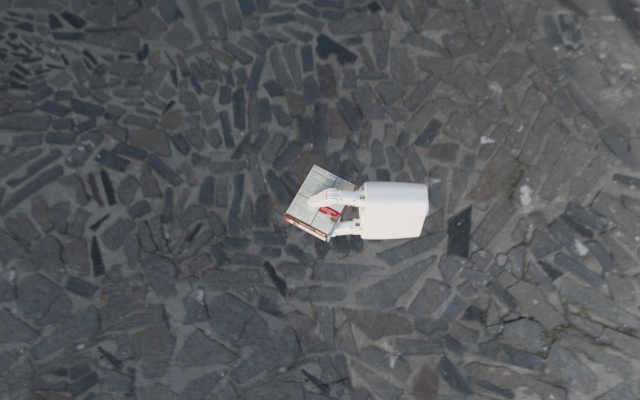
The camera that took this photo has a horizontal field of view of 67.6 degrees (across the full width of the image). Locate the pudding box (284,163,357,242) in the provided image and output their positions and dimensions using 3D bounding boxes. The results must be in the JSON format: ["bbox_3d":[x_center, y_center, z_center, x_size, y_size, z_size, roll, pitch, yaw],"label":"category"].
[{"bbox_3d":[0.000,0.003,0.846,0.090,0.113,0.039,27,-20,8],"label":"pudding box"}]
